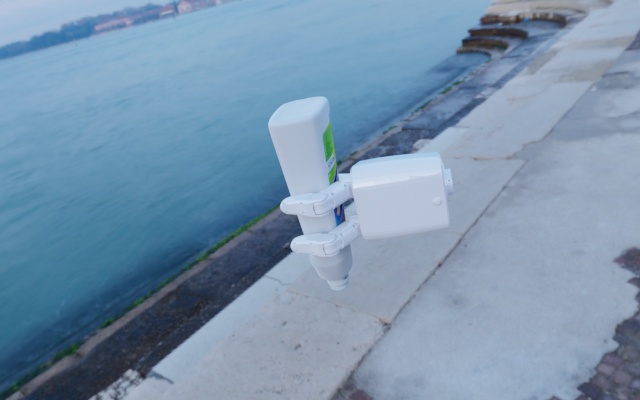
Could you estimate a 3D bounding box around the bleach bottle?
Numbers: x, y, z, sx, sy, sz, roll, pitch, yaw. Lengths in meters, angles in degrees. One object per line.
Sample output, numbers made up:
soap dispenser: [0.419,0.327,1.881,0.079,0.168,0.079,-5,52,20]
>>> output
bleach bottle: [0.000,0.002,0.619,0.068,0.251,0.102,-8,25,14]
